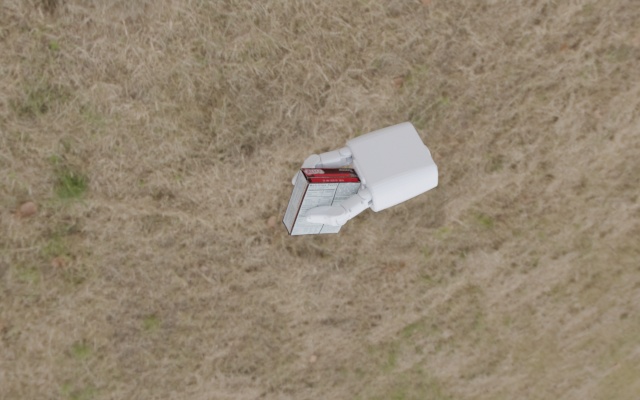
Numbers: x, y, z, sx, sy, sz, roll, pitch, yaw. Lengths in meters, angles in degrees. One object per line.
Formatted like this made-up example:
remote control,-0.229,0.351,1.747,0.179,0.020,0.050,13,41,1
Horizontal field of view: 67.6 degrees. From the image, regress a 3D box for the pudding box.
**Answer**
pudding box,0.000,0.002,0.725,0.090,0.114,0.039,-1,42,-27
